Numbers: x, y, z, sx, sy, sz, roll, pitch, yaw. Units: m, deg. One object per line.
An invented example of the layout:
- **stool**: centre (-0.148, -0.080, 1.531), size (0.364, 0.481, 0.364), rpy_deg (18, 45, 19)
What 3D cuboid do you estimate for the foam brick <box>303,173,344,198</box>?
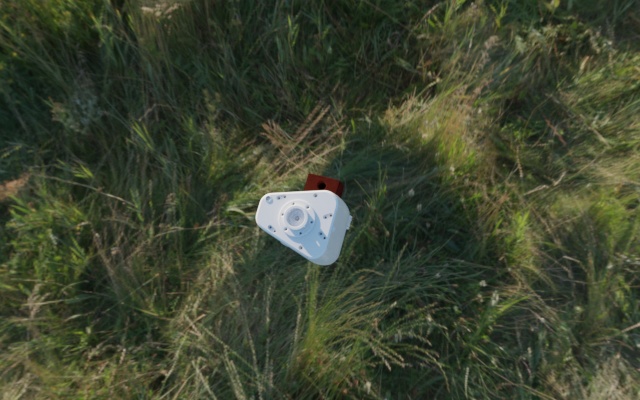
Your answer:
- **foam brick**: centre (0.000, 0.002, 0.754), size (0.053, 0.078, 0.051), rpy_deg (14, -7, 12)
